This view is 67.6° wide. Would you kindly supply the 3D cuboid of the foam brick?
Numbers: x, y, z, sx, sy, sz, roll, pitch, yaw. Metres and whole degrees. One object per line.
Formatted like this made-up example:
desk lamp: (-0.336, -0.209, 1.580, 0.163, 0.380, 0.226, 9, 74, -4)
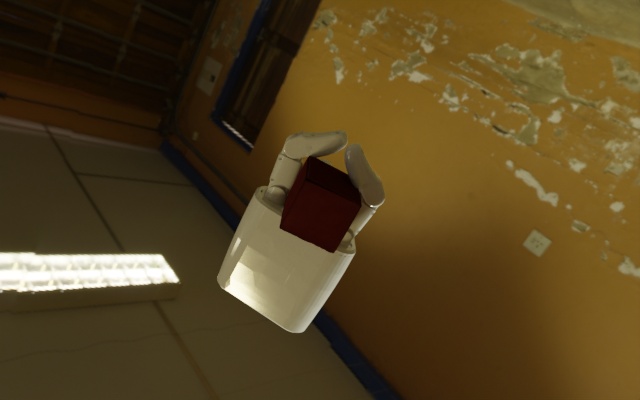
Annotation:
foam brick: (0.000, 0.001, 0.424, 0.053, 0.051, 0.078, 27, 17, -8)
